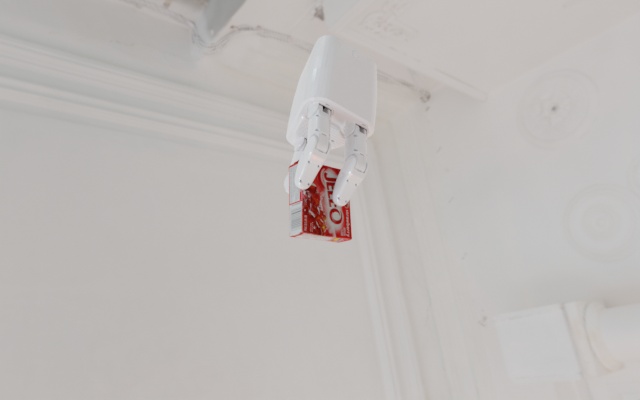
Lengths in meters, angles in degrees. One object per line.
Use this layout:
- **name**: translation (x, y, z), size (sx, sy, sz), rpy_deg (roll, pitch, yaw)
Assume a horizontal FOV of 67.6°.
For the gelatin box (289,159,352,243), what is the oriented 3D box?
- **gelatin box**: translation (0.000, 0.002, 0.564), size (0.073, 0.089, 0.030), rpy_deg (11, -20, -36)
